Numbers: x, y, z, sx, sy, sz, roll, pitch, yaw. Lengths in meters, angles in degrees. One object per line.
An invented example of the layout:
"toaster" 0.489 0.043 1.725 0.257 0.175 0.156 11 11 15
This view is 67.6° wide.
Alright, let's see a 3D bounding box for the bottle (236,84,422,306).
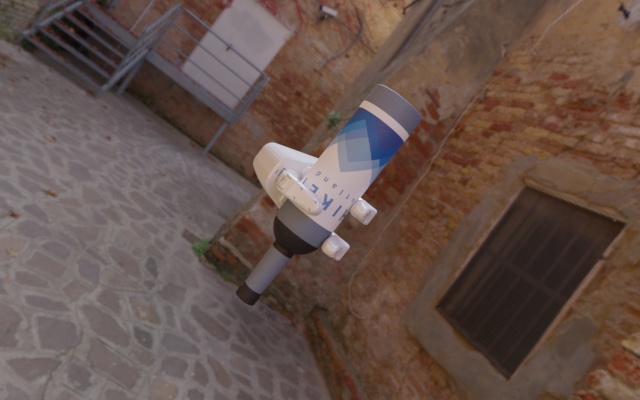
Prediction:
"bottle" 0.000 0.002 0.561 0.069 0.296 0.069 38 4 -3
